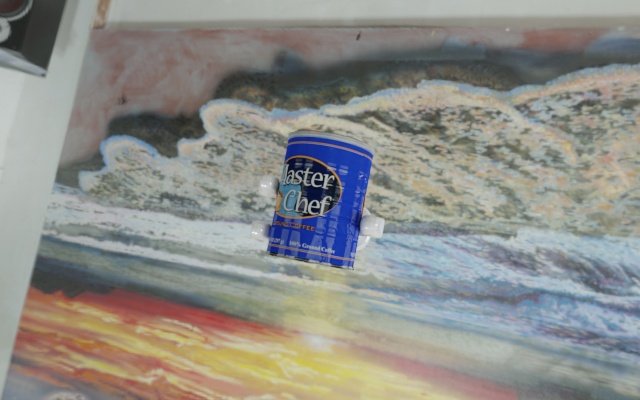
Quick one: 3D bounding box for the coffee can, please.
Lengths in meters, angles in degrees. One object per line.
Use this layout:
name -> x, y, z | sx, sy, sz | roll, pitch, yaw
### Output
coffee can -> 0.000, 0.002, 0.549 | 0.103, 0.140, 0.103 | 11, -6, 1
